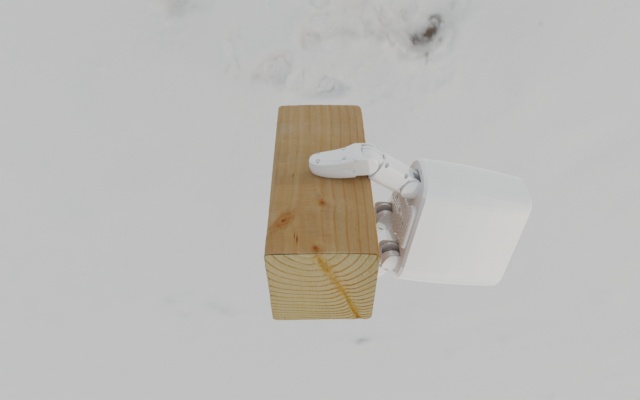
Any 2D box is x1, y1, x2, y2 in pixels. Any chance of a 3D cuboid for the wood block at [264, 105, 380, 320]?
[{"bbox_3d":[0.000,0.001,0.463,0.090,0.091,0.206,0,44,-1],"label":"wood block"}]
